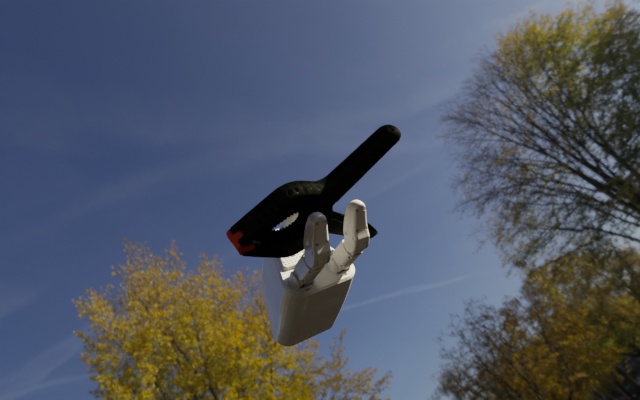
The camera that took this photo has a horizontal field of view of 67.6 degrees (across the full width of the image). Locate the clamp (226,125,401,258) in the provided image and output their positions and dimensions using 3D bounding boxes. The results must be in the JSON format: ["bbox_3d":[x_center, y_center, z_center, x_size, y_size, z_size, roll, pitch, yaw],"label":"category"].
[{"bbox_3d":[-0.001,0.002,0.521,0.210,0.165,0.036,-16,44,-34],"label":"clamp"}]
